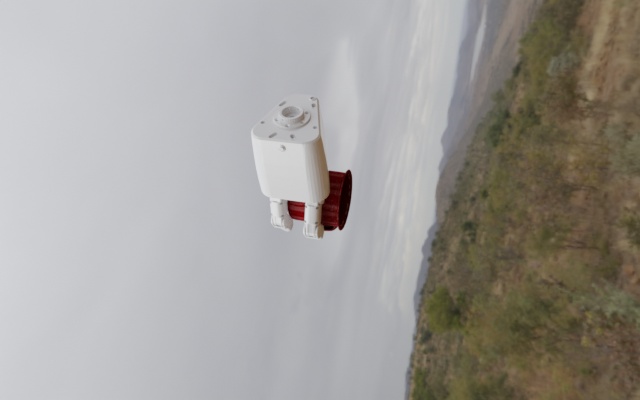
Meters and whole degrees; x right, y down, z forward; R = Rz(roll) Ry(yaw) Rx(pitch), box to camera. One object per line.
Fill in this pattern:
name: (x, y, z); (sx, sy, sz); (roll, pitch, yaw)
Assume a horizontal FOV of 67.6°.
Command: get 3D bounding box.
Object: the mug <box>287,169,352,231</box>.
mug: (0.000, 0.003, 0.736); (0.081, 0.093, 0.117); (8, -43, 13)
